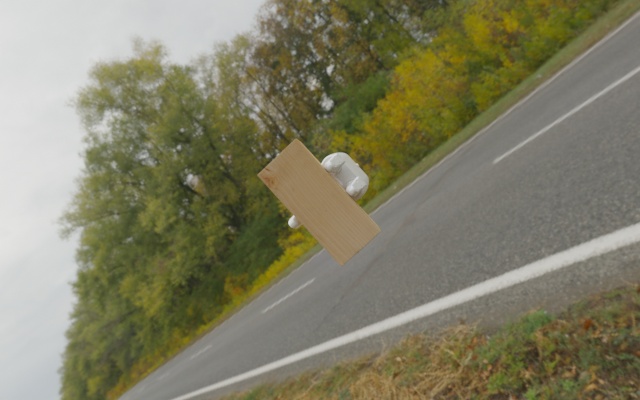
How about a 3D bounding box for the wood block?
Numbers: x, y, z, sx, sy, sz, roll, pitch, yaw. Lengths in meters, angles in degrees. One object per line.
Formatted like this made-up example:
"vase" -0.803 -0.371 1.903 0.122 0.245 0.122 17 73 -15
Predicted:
"wood block" 0.000 0.003 0.822 0.091 0.206 0.090 -43 -1 4
